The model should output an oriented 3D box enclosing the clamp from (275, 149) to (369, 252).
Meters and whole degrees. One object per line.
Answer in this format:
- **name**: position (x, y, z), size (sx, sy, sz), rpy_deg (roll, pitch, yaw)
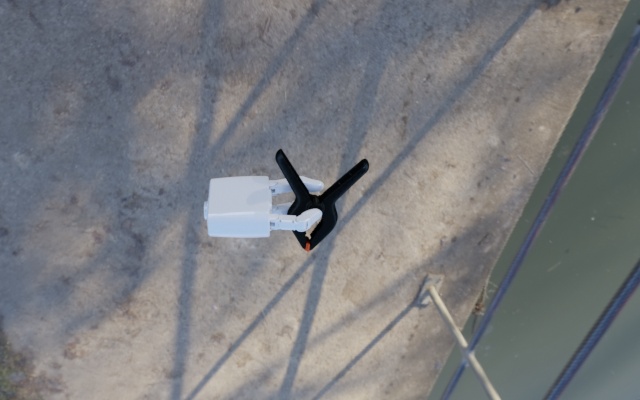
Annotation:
- **clamp**: position (0.000, 0.004, 0.874), size (0.164, 0.210, 0.036), rpy_deg (0, 32, -4)
